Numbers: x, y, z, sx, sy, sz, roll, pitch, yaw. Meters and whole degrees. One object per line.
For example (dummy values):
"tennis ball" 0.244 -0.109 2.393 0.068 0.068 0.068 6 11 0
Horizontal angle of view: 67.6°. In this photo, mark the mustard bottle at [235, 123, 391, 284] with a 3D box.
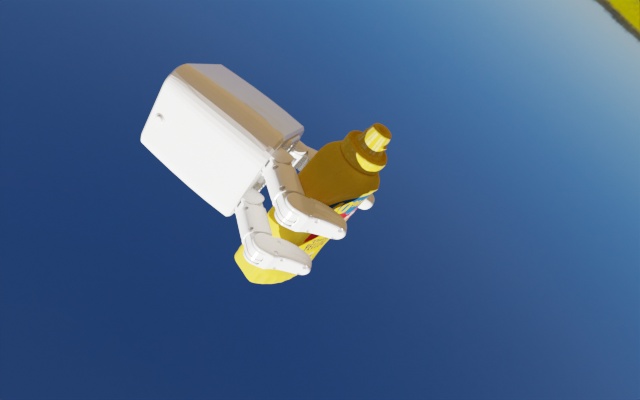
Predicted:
"mustard bottle" 0.000 0.002 0.443 0.096 0.058 0.192 -14 -29 -49
